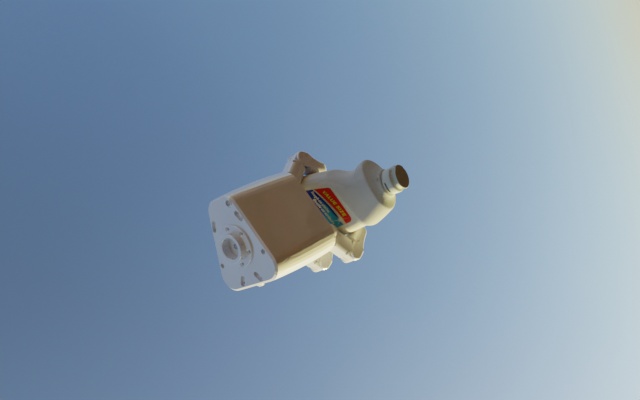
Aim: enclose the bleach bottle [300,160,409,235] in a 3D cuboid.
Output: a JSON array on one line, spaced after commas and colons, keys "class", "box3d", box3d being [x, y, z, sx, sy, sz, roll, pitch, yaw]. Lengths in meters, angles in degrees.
[{"class": "bleach bottle", "box3d": [0.000, 0.002, 0.624, 0.251, 0.102, 0.068, -23, 1, 39]}]
